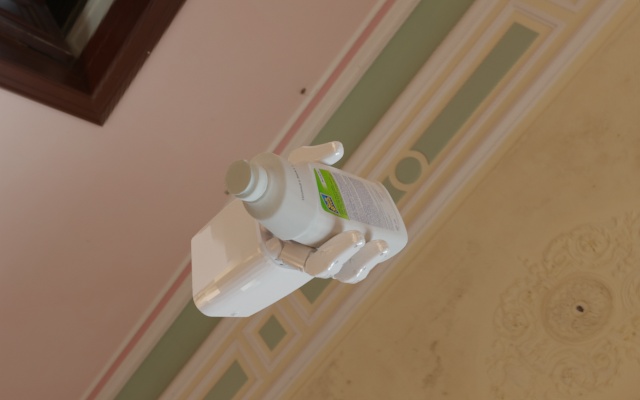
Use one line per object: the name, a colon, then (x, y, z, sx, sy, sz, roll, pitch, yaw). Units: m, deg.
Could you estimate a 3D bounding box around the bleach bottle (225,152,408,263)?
bleach bottle: (0.000, 0.002, 0.476, 0.068, 0.102, 0.251, -36, -29, 21)
